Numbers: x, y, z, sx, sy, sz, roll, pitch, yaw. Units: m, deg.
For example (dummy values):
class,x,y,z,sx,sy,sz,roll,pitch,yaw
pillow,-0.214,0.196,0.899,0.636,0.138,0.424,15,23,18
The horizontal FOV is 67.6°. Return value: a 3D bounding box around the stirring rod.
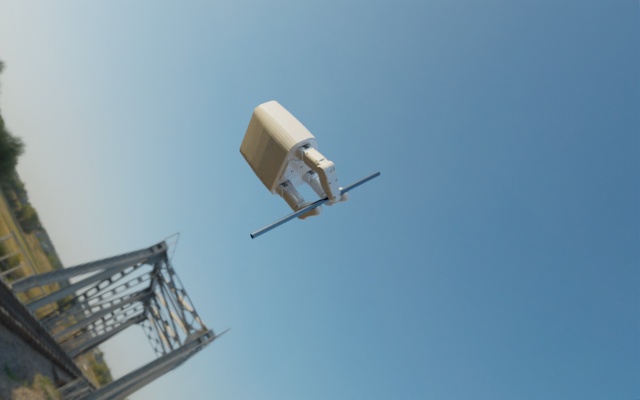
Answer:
class,x,y,z,sx,sy,sz,roll,pitch,yaw
stirring rod,0.000,0.002,0.707,0.239,0.011,0.011,-26,14,-30
